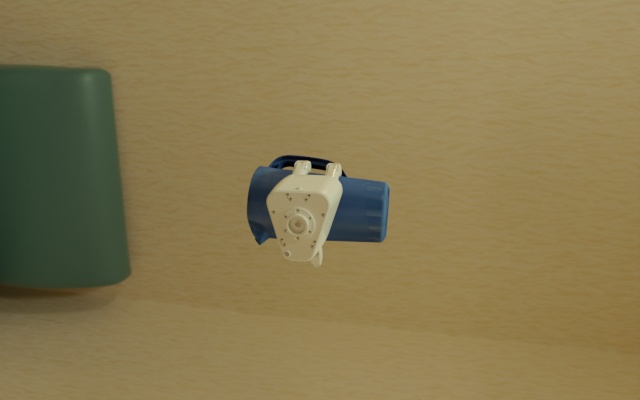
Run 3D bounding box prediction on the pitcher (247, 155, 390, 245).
[{"bbox_3d":[0.000,0.003,0.861,0.243,0.149,0.145,4,12,9],"label":"pitcher"}]
